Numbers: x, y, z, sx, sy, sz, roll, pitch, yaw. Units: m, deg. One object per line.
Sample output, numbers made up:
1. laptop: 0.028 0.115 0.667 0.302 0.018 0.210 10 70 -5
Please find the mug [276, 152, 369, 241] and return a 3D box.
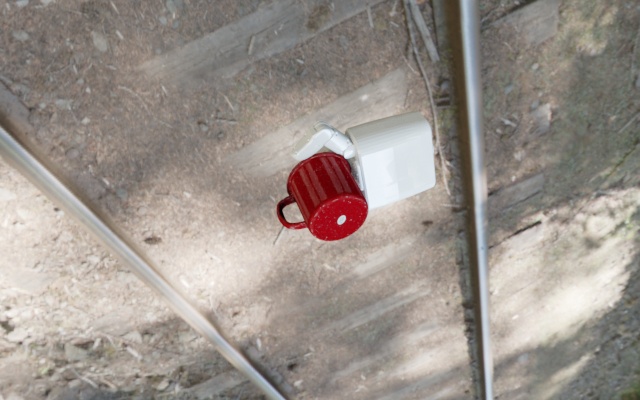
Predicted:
1. mug: -0.001 0.003 0.616 0.117 0.093 0.081 -20 47 -7
